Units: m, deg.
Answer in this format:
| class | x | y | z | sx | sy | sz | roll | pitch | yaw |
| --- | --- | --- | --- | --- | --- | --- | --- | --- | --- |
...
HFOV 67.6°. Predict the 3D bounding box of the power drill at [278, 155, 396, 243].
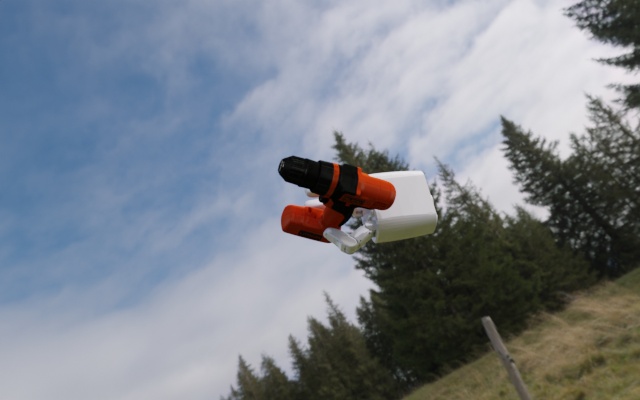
| class | x | y | z | sx | sy | sz | roll | pitch | yaw |
| --- | --- | --- | --- | --- | --- | --- | --- | --- | --- |
| power drill | 0.000 | 0.003 | 0.760 | 0.184 | 0.057 | 0.188 | 17 | -29 | -17 |
